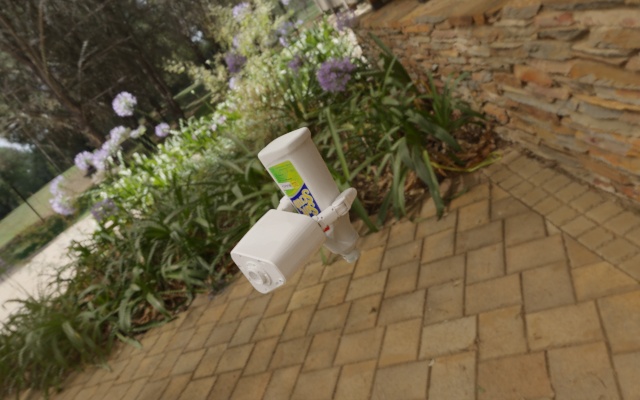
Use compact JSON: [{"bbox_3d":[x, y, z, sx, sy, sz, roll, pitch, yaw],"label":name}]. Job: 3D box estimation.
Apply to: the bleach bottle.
[{"bbox_3d":[0.000,0.003,0.818,0.102,0.251,0.068,-11,29,50],"label":"bleach bottle"}]
